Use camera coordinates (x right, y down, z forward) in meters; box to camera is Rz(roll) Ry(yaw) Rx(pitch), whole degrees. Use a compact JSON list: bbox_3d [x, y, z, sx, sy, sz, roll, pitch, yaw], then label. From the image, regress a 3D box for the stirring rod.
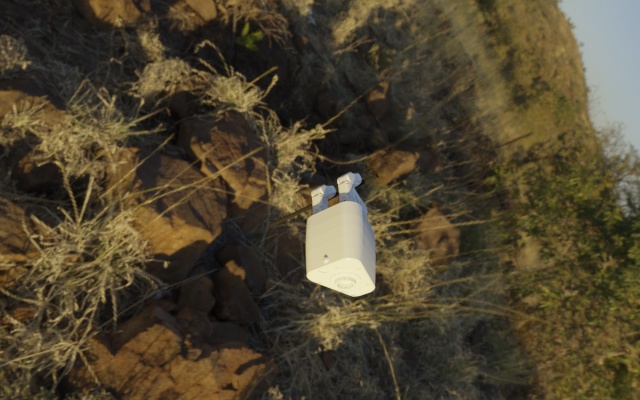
[{"bbox_3d":[0.000,0.003,0.860,0.239,0.011,0.011,-25,-13,29],"label":"stirring rod"}]
